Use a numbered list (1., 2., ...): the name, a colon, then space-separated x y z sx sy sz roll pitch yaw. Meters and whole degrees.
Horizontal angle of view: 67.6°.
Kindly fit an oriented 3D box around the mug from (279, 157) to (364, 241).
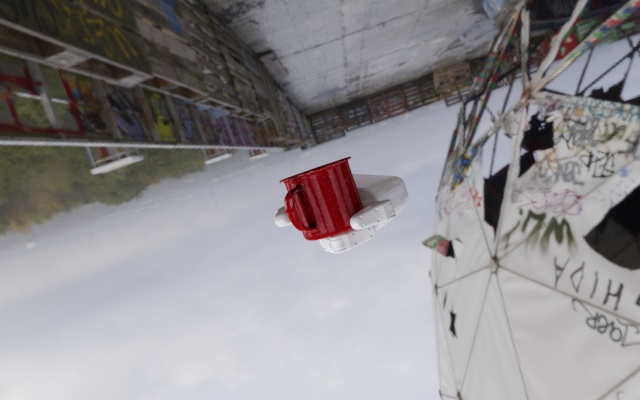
1. mug: -0.001 0.002 0.578 0.093 0.081 0.117 -16 6 35
